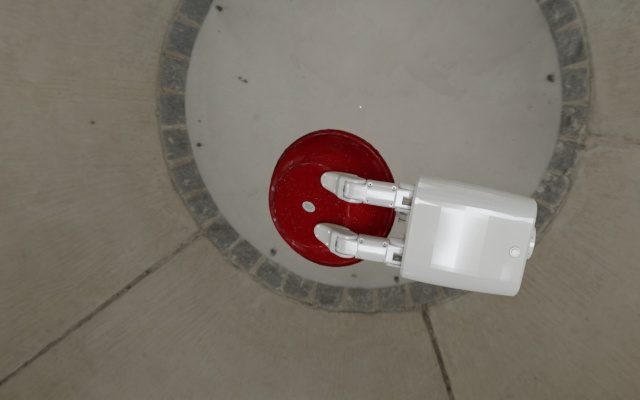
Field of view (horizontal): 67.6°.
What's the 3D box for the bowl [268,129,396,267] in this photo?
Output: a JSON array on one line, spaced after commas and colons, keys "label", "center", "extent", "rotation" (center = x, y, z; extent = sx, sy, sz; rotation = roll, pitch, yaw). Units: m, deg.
[{"label": "bowl", "center": [-0.001, 0.002, 0.532], "extent": [0.162, 0.162, 0.055], "rotation": [0, 8, 25]}]
